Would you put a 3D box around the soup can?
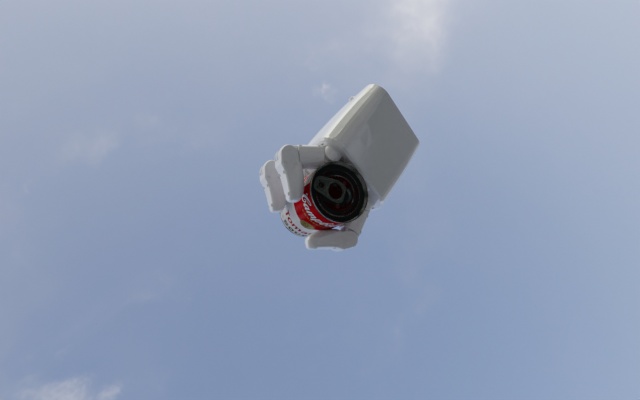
[{"bbox_3d":[0.000,0.002,0.547,0.068,0.068,0.102,0,-13,-25],"label":"soup can"}]
